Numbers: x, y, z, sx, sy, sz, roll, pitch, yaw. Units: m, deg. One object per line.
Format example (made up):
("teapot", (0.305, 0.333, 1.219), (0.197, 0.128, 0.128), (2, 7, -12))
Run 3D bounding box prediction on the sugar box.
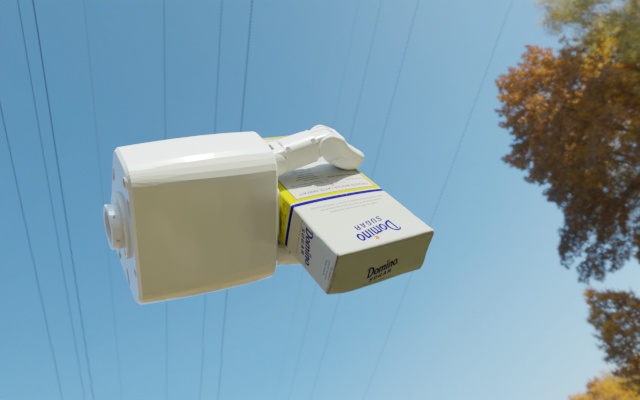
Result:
("sugar box", (0.000, 0.002, 0.405), (0.093, 0.048, 0.176), (-10, 39, -32))
